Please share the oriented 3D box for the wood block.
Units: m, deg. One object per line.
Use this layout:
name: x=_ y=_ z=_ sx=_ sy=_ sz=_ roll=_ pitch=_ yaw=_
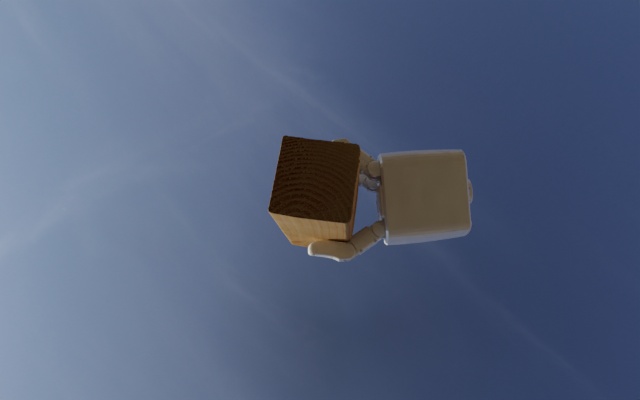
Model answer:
wood block: x=0.000 y=0.002 z=0.607 sx=0.090 sy=0.090 sz=0.206 roll=7 pitch=-14 yaw=6
